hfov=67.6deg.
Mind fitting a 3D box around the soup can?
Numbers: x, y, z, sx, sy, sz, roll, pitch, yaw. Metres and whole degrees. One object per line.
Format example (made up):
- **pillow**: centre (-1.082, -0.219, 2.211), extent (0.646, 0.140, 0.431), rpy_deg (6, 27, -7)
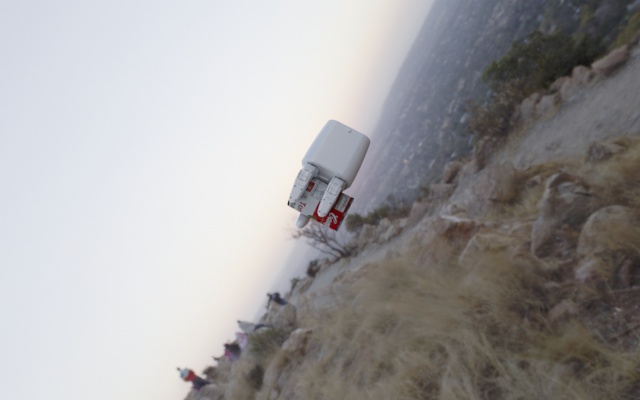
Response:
- **soup can**: centre (0.000, 0.003, 0.851), extent (0.102, 0.068, 0.068), rpy_deg (27, 1, 2)
